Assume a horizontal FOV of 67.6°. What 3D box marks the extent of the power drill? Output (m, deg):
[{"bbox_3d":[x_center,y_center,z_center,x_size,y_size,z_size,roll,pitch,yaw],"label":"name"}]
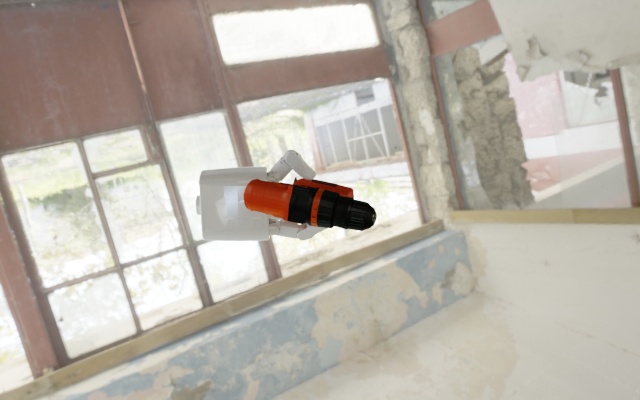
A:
[{"bbox_3d":[0.000,0.002,0.711,0.184,0.057,0.187,13,4,12],"label":"power drill"}]
